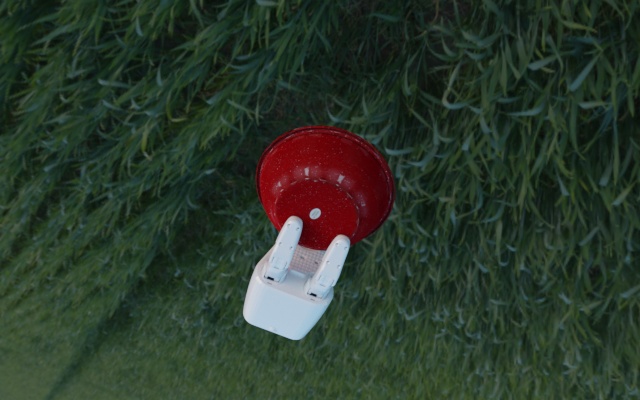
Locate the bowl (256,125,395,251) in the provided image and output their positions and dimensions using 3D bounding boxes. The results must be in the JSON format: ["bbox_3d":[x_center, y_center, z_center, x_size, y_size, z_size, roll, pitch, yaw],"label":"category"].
[{"bbox_3d":[0.000,0.001,0.526,0.162,0.162,0.055,0,33,11],"label":"bowl"}]
